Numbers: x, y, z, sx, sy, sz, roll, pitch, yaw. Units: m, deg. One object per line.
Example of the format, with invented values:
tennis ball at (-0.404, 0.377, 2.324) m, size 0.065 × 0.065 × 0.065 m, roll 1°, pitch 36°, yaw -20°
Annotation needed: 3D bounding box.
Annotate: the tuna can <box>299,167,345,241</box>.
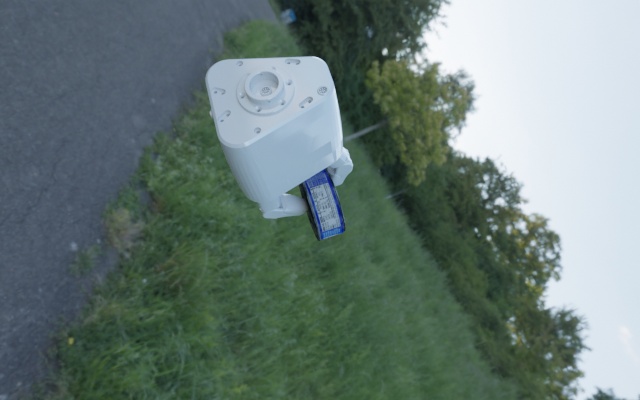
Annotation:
tuna can at (0.001, 0.002, 0.557) m, size 0.034 × 0.086 × 0.086 m, roll -18°, pitch 2°, yaw -6°
